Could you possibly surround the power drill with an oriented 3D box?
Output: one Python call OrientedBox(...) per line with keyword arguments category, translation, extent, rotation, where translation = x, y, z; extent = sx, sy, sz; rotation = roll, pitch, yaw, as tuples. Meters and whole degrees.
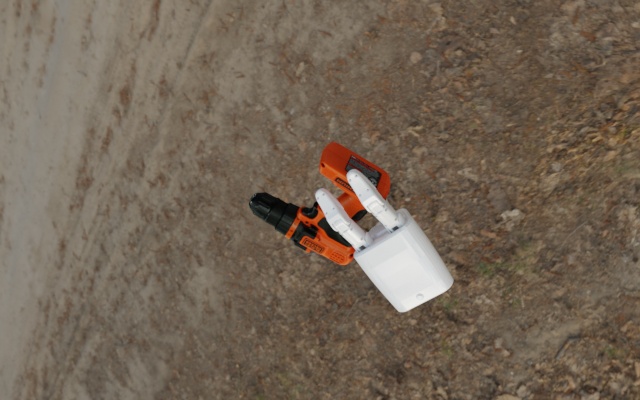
OrientedBox(category="power drill", translation=(0.001, 0.002, 0.697), extent=(0.184, 0.057, 0.188), rotation=(28, -43, -7))
